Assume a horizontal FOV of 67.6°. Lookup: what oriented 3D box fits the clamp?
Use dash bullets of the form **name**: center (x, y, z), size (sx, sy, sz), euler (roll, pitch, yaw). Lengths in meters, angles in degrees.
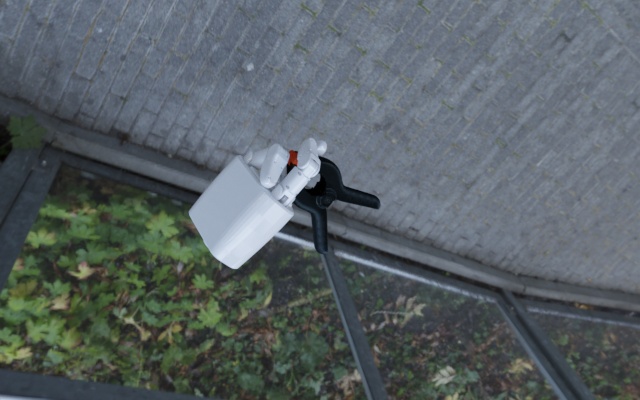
- **clamp**: center (0.000, 0.002, 0.677), size (0.171, 0.120, 0.039), euler (40, -2, -33)
